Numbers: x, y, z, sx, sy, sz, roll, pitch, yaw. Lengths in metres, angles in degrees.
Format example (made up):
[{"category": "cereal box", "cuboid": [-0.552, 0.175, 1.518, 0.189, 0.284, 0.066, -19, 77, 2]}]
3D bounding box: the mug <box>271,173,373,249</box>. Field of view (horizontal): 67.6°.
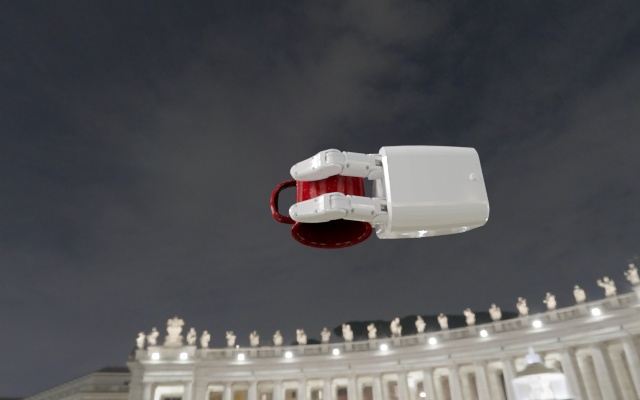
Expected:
[{"category": "mug", "cuboid": [-0.001, 0.002, 0.563, 0.117, 0.081, 0.093, 0, -29, -2]}]
